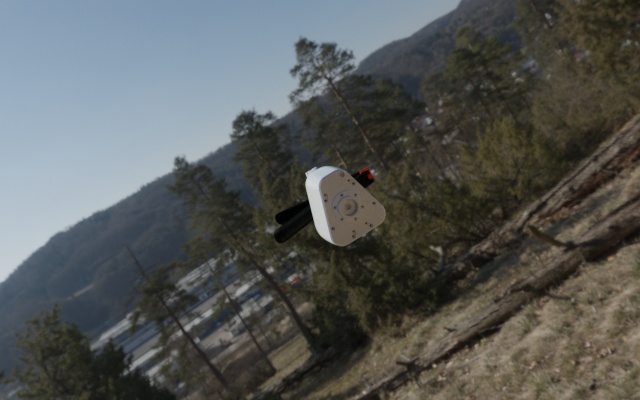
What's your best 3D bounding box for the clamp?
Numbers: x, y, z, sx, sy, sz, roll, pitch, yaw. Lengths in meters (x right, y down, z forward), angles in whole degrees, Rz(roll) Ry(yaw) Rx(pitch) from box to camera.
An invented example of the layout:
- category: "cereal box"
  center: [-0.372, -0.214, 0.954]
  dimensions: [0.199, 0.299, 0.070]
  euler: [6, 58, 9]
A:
- category: "clamp"
  center: [0.000, 0.002, 0.877]
  dimensions: [0.210, 0.036, 0.164]
  euler: [-32, 12, -6]
